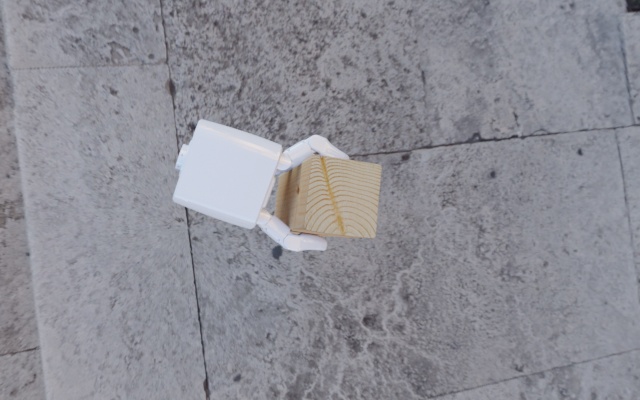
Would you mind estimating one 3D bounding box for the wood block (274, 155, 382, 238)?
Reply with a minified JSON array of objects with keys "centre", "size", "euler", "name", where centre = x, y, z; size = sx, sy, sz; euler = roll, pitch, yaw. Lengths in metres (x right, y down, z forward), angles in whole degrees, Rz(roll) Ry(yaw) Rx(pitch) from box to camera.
[{"centre":[0.000,0.002,0.655],"size":[0.090,0.091,0.206],"euler":[8,-5,-15],"name":"wood block"}]
